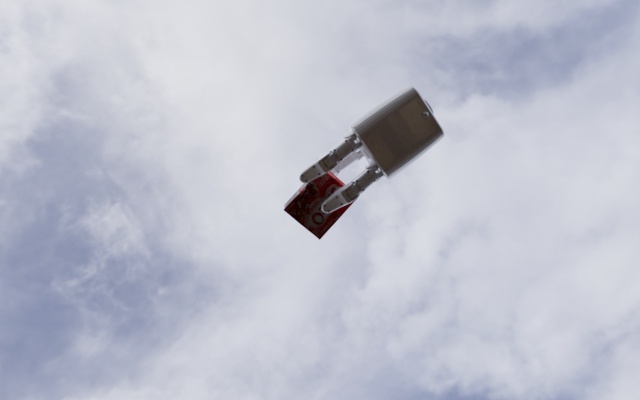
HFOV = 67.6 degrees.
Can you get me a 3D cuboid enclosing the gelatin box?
[{"bbox_3d":[0.000,0.002,0.716,0.073,0.089,0.030,40,12,-12],"label":"gelatin box"}]
